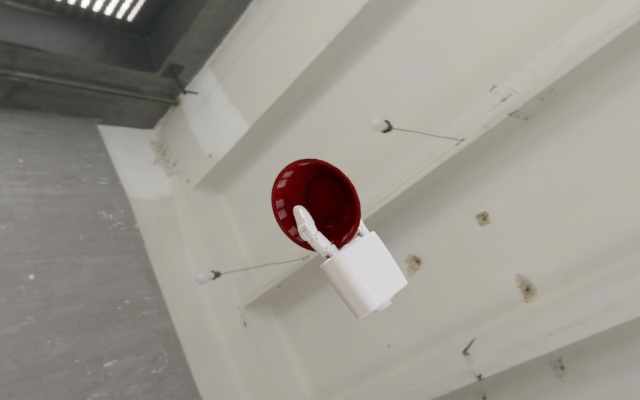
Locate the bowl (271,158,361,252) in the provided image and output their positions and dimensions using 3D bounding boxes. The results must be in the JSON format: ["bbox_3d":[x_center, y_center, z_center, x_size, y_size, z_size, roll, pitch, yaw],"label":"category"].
[{"bbox_3d":[0.000,0.001,0.798,0.162,0.162,0.055,0,18,25],"label":"bowl"}]
